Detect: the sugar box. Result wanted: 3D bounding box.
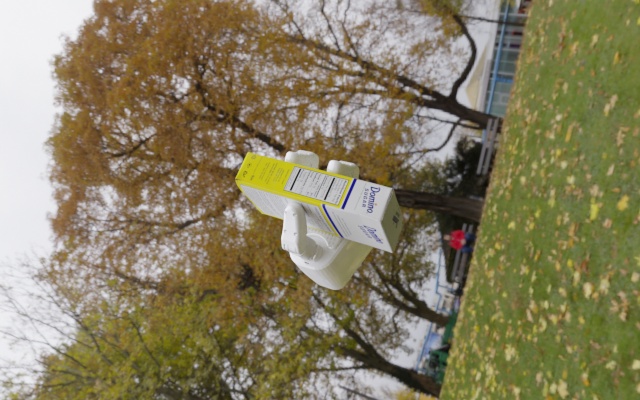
[{"bbox_3d":[0.000,0.001,0.536,0.176,0.048,0.093,13,-21,22],"label":"sugar box"}]
